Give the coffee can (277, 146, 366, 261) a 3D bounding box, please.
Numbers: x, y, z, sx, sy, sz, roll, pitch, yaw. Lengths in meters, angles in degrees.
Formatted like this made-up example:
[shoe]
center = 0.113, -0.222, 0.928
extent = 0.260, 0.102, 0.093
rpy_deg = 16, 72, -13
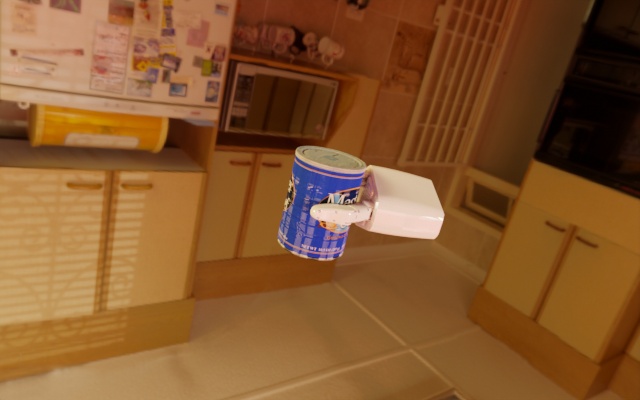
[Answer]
[coffee can]
center = 0.000, 0.002, 0.699
extent = 0.103, 0.140, 0.102
rpy_deg = 12, 19, -4
